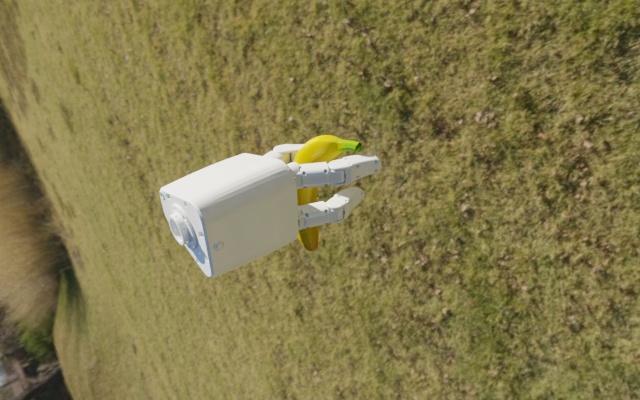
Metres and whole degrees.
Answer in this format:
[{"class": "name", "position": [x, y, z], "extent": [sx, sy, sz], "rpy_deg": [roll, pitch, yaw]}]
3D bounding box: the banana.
[{"class": "banana", "position": [-0.011, -0.013, 0.585], "extent": [0.037, 0.069, 0.198], "rpy_deg": [-27, -27, -35]}]
